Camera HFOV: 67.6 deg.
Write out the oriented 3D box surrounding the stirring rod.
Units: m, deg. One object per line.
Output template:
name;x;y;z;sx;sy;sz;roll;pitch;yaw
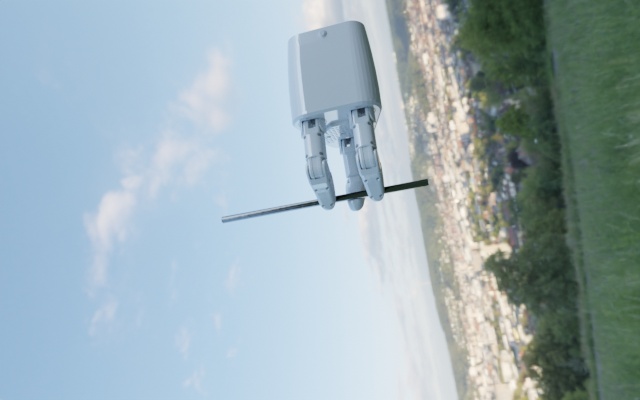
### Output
stirring rod;0.000;0.002;0.538;0.239;0.011;0.011;-10;-2;13
